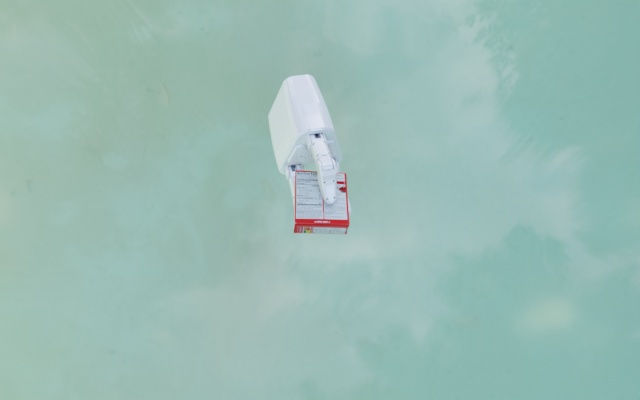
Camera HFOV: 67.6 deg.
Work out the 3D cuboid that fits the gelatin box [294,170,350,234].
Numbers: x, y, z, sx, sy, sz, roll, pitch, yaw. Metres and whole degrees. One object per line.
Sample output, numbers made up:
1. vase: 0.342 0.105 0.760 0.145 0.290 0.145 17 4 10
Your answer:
1. gelatin box: 0.000 0.002 0.656 0.073 0.089 0.030 2 -33 -6
